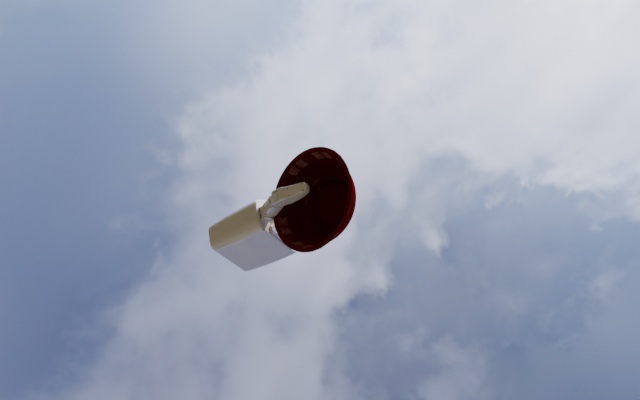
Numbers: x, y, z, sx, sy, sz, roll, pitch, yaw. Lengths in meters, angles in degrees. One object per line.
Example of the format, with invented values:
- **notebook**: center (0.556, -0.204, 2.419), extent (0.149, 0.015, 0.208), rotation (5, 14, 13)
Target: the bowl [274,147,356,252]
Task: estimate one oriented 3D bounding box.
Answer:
- **bowl**: center (0.001, 0.002, 0.731), extent (0.162, 0.162, 0.055), rotation (0, -12, 43)
